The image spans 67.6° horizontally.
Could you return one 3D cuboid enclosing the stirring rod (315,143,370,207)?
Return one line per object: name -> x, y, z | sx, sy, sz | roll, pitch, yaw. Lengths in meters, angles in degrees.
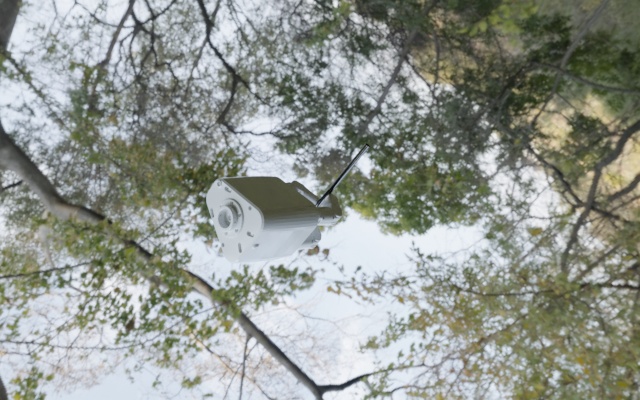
stirring rod -> 0.000, 0.002, 0.742 | 0.011, 0.011, 0.240 | 0, -43, -50
